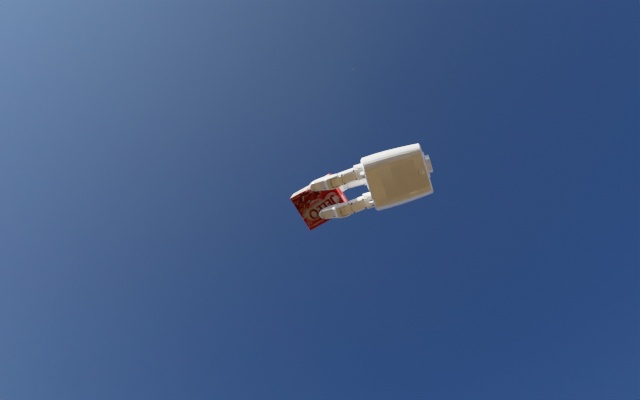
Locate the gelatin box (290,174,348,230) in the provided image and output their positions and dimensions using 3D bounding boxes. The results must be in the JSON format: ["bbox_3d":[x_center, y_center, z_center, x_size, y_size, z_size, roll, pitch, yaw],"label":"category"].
[{"bbox_3d":[0.000,0.003,0.890,0.089,0.073,0.030,-29,10,19],"label":"gelatin box"}]
